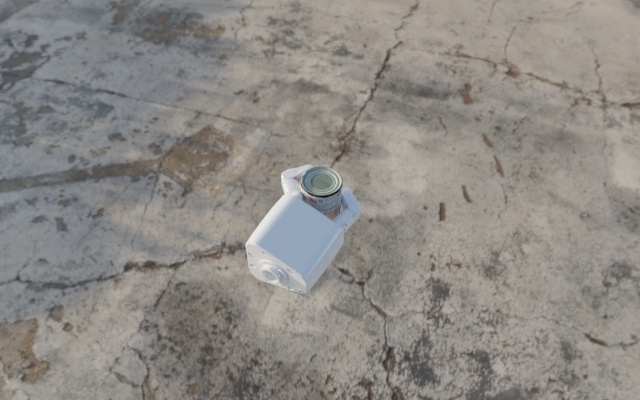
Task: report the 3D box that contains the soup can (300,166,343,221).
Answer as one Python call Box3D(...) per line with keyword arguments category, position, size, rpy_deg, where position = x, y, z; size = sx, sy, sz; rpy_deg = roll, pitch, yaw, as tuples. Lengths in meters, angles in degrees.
Box3D(category="soup can", position=(0.000, 0.002, 0.776), size=(0.068, 0.068, 0.102), rpy_deg=(0, -42, -2))
